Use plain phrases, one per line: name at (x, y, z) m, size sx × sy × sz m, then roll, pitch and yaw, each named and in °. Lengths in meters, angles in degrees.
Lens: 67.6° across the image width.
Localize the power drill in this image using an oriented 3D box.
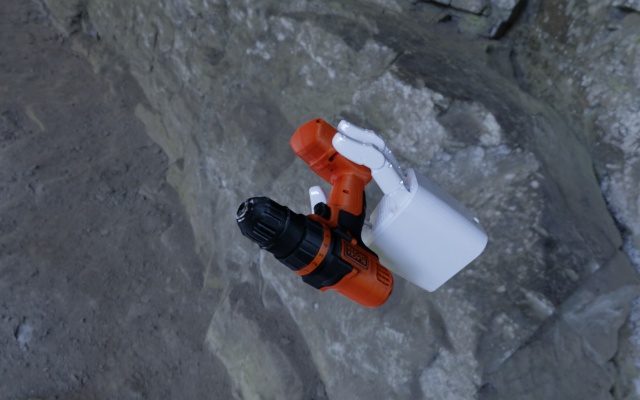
power drill at (0.000, 0.001, 0.499) m, size 0.057 × 0.187 × 0.184 m, roll -31°, pitch -52°, yaw 33°
